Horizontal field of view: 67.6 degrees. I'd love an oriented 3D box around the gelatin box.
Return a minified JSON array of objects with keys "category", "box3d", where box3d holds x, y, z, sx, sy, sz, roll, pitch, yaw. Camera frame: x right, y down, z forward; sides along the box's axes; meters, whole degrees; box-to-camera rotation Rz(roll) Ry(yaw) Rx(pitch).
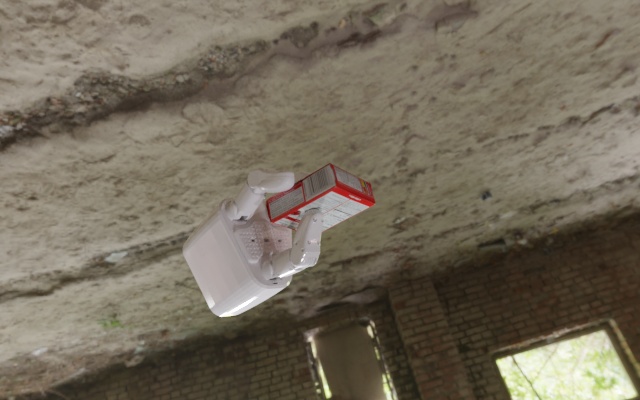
[{"category":"gelatin box","box3d":[0.000,0.002,0.495,0.089,0.030,0.073,-28,-30,29]}]
